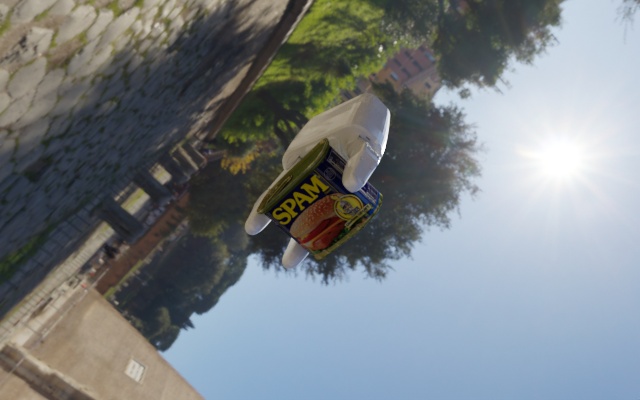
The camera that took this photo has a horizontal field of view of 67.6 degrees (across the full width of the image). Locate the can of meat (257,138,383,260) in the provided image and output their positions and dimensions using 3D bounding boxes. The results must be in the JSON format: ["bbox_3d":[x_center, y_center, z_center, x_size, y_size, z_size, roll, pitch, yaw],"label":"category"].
[{"bbox_3d":[0.000,0.002,0.488,0.102,0.084,0.057,-40,16,29],"label":"can of meat"}]
